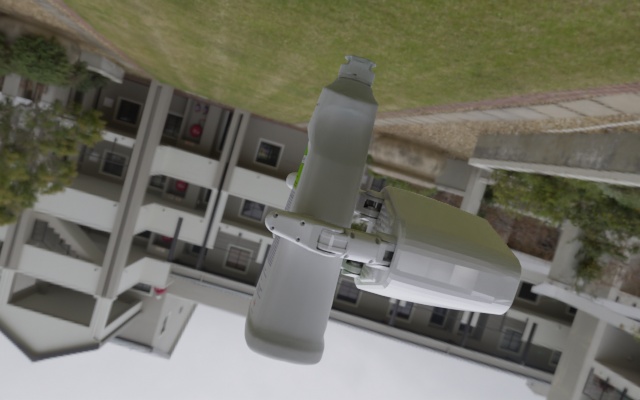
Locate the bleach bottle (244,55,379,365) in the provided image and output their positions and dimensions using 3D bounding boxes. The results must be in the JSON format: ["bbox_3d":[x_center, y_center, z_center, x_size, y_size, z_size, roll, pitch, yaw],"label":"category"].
[{"bbox_3d":[0.000,0.001,0.410,0.068,0.251,0.102,16,5,-10],"label":"bleach bottle"}]
